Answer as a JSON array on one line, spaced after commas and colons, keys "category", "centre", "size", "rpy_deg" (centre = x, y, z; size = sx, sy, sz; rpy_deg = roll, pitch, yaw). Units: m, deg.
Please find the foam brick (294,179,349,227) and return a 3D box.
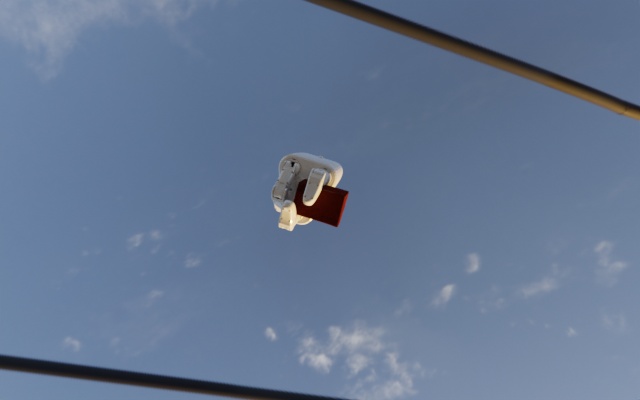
[{"category": "foam brick", "centre": [0.000, 0.003, 0.752], "size": [0.078, 0.053, 0.051], "rpy_deg": [18, 11, 8]}]
